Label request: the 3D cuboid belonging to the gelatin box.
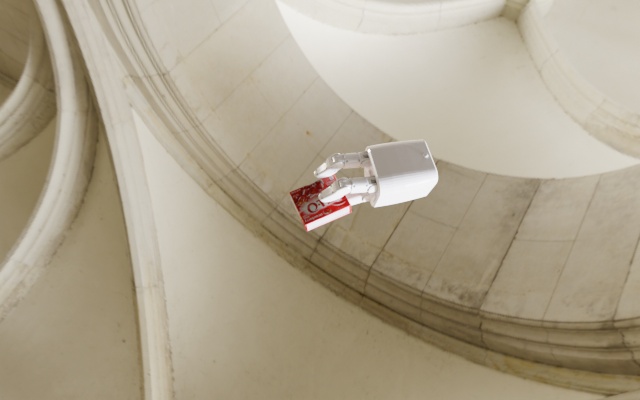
[{"bbox_3d":[0.000,0.003,0.838,0.089,0.073,0.030,-23,-29,-7],"label":"gelatin box"}]
